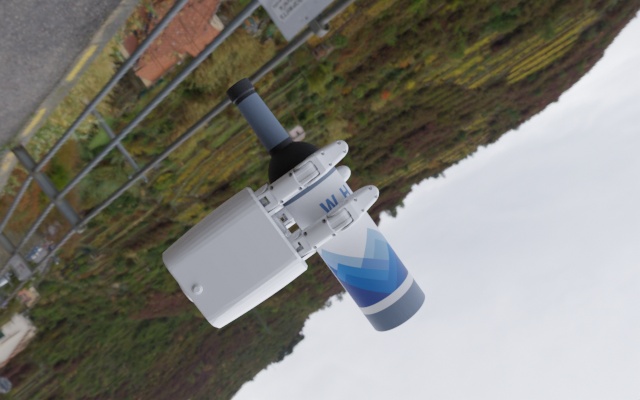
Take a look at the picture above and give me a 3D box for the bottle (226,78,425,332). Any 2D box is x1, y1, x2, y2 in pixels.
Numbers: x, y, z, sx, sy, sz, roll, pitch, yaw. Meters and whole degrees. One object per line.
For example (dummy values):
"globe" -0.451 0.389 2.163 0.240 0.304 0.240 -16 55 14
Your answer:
"bottle" 0.000 0.002 0.502 0.069 0.296 0.069 -35 6 4
